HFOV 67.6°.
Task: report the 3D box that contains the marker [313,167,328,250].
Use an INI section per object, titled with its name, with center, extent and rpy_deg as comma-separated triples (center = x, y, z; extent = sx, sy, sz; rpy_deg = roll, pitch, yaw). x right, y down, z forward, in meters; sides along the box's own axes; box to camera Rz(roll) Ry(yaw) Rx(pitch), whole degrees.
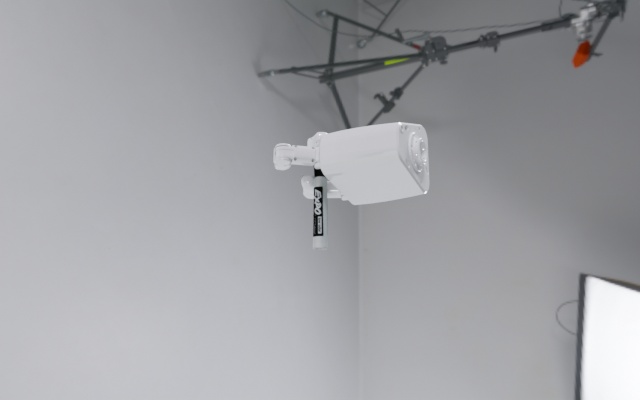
[marker]
center = 0.000, 0.002, 0.613
extent = 0.020, 0.121, 0.020
rpy_deg = 0, -12, 0
